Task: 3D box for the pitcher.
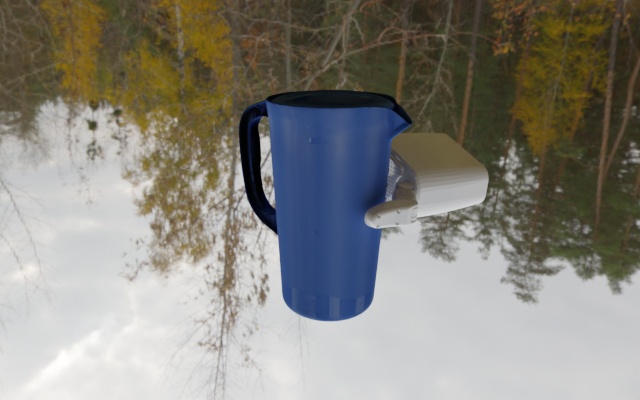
[{"bbox_3d":[0.000,0.002,0.526,0.145,0.243,0.149,-8,22,-23],"label":"pitcher"}]
